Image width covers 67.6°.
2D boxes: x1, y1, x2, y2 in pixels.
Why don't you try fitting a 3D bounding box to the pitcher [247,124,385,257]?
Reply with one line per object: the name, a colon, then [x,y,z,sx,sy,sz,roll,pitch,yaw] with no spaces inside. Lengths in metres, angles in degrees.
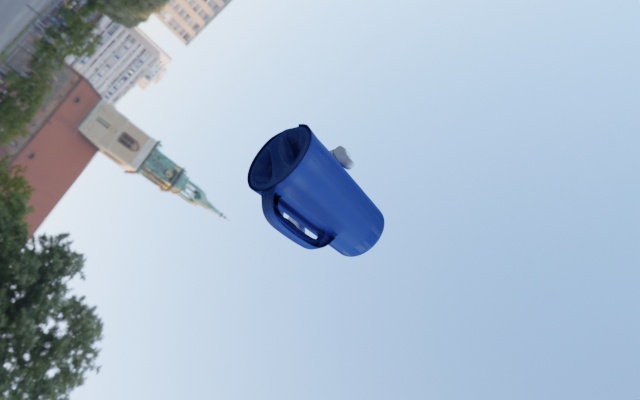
pitcher: [0.000,0.003,0.806,0.243,0.149,0.145,43,2,-34]
